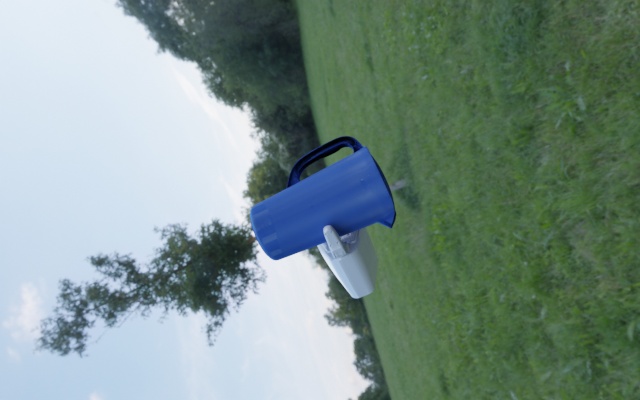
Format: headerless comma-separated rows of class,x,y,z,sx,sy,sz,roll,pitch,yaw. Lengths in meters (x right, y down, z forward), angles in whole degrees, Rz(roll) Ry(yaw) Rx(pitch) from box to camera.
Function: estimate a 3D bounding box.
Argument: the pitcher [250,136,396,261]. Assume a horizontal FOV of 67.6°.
pitcher,0.000,0.003,0.846,0.243,0.145,0.149,-24,29,6
